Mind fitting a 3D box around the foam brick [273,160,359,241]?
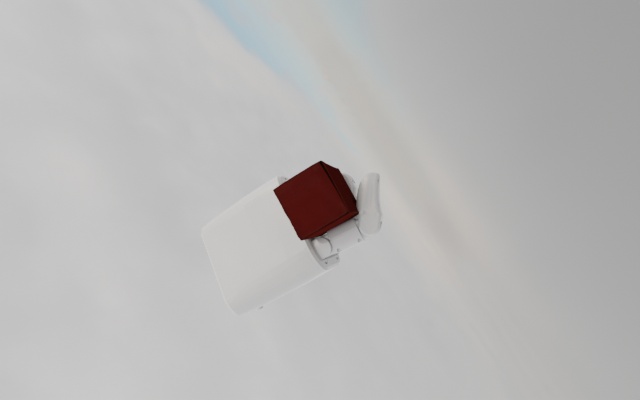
[{"bbox_3d":[0.000,0.001,0.441,0.051,0.053,0.078,-30,-9,11],"label":"foam brick"}]
